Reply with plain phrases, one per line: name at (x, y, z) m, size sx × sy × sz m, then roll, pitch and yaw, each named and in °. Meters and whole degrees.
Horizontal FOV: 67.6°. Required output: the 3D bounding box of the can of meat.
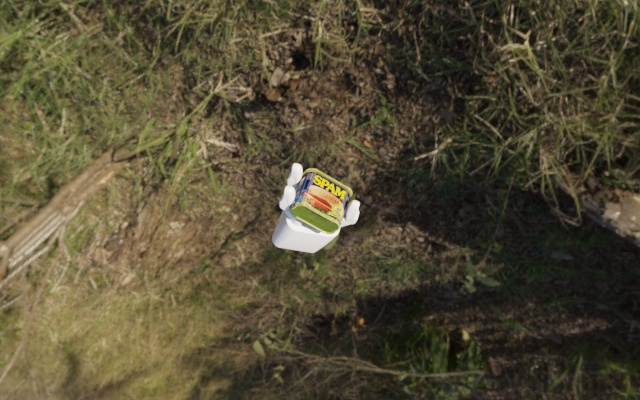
can of meat at (0.000, 0.003, 0.891) m, size 0.102 × 0.084 × 0.057 m, roll 29°, pitch -35°, yaw -15°
